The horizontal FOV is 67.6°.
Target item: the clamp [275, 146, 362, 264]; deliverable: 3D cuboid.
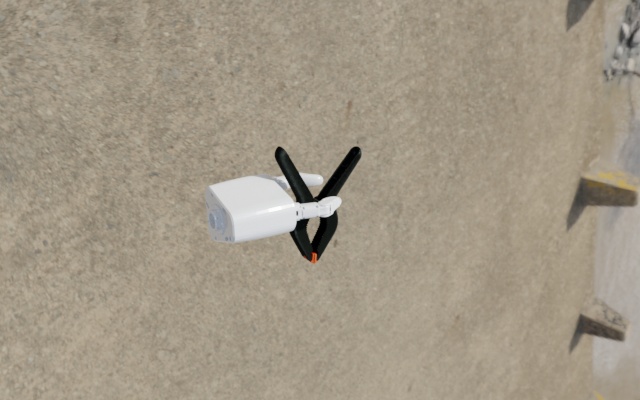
[{"bbox_3d":[0.000,0.003,0.812,0.164,0.210,0.036,-11,22,-30],"label":"clamp"}]
